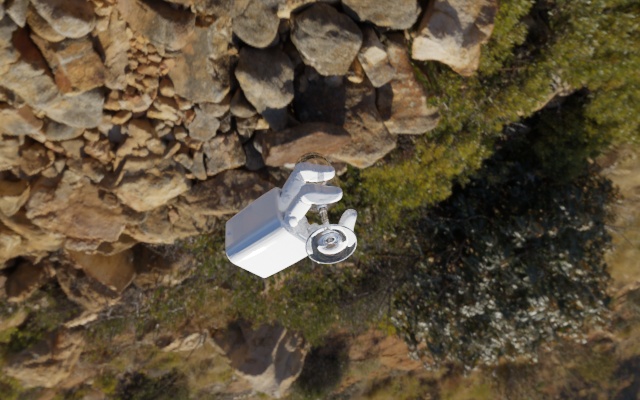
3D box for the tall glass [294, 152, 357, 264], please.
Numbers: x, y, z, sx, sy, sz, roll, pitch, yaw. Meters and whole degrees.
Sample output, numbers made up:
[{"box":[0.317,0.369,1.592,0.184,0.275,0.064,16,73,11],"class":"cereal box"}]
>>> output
[{"box":[0.000,0.003,0.748,0.079,0.079,0.201,0,38,-10],"class":"tall glass"}]
